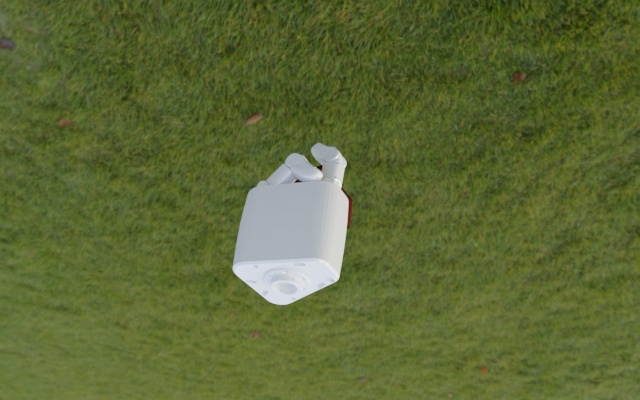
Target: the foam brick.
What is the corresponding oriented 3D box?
[{"bbox_3d":[0.000,0.002,0.619,0.053,0.051,0.078,-18,-46,26],"label":"foam brick"}]
